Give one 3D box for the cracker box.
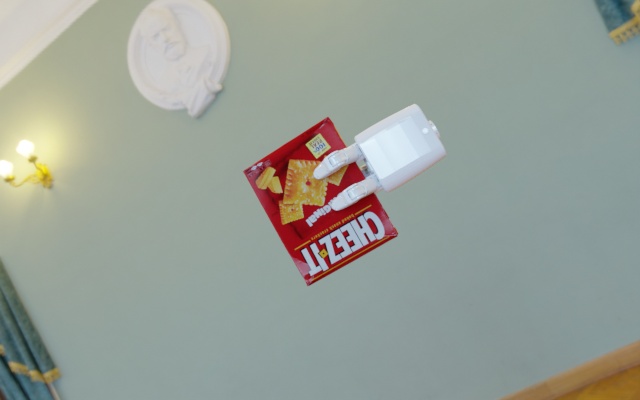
[{"bbox_3d":[0.000,0.002,0.759,0.164,0.213,0.072,-31,-6,8],"label":"cracker box"}]
